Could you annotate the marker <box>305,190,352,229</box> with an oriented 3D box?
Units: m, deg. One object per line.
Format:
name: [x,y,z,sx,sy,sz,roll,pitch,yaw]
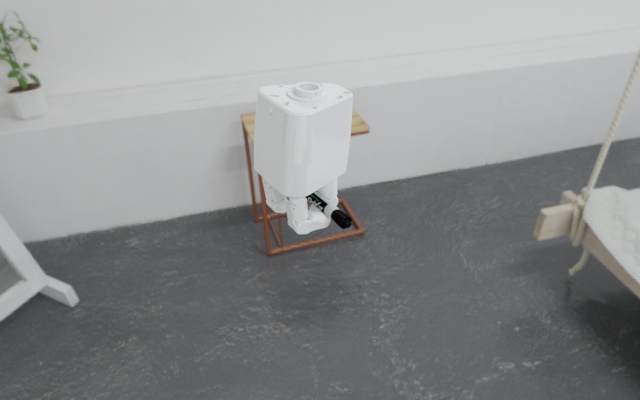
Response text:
marker: [0.000,0.002,0.640,0.020,0.020,0.121,0,29,-43]
